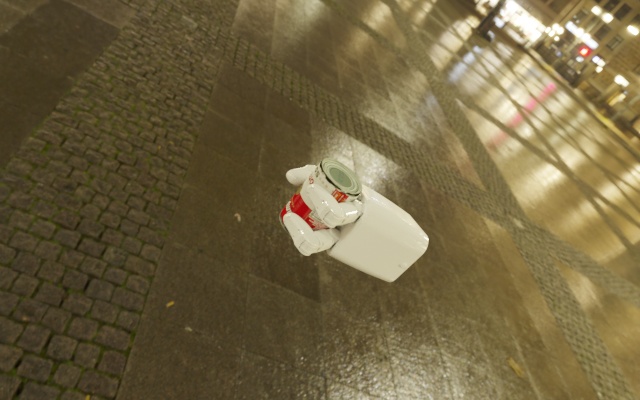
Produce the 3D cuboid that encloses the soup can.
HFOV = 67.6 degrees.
[{"bbox_3d":[0.000,0.002,0.638,0.068,0.068,0.102,0,-42,-49],"label":"soup can"}]
